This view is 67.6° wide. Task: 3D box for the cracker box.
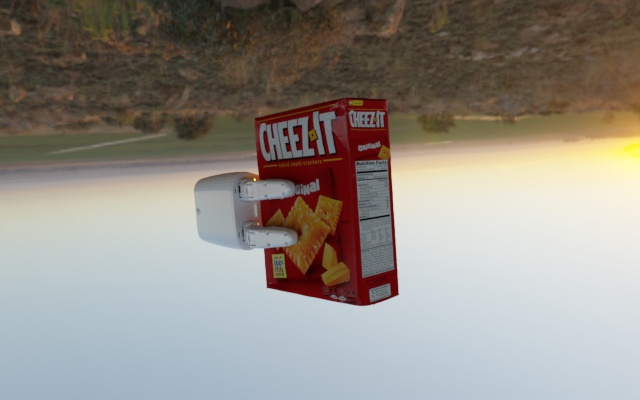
[{"bbox_3d":[0.000,0.002,0.546,0.072,0.214,0.164,-8,5,-42],"label":"cracker box"}]
